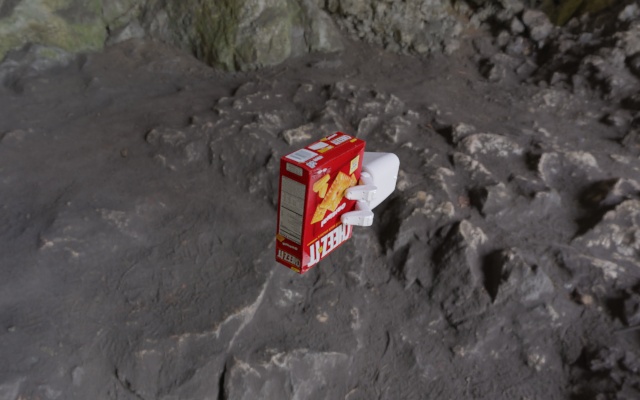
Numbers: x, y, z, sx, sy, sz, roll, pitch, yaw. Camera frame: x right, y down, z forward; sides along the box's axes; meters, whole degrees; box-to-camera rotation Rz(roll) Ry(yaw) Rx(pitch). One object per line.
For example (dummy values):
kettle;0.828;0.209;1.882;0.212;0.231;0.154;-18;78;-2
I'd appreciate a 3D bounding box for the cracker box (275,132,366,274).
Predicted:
cracker box;0.000;0.003;0.860;0.072;0.214;0.164;25;36;29
